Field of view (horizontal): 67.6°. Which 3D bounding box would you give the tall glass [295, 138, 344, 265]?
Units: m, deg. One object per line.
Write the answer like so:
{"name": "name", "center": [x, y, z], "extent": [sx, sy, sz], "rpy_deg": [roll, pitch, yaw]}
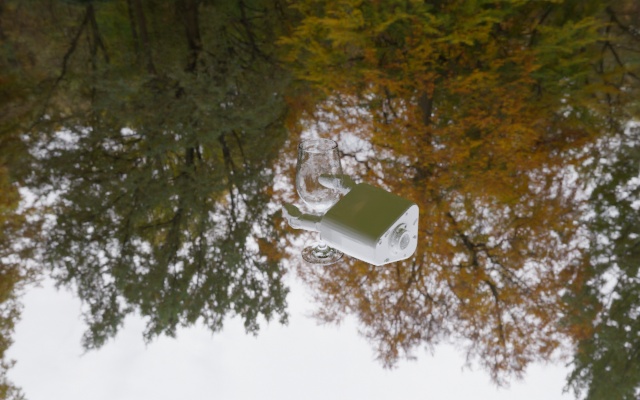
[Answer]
{"name": "tall glass", "center": [0.000, 0.003, 0.785], "extent": [0.079, 0.201, 0.079], "rpy_deg": [-2, 26, 1]}
